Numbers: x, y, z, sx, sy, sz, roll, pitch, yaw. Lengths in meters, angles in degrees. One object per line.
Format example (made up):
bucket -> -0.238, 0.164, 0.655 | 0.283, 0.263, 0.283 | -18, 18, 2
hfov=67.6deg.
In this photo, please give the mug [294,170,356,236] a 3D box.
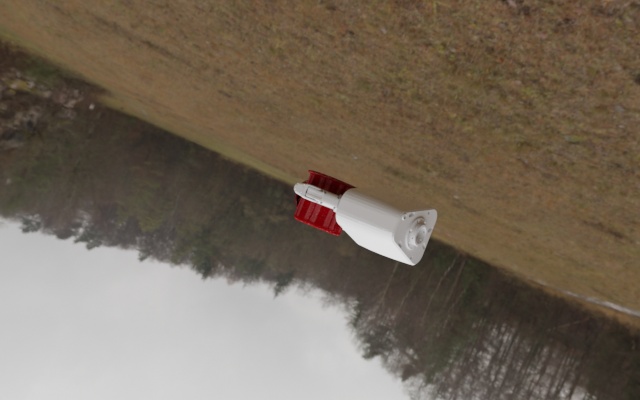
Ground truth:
mug -> -0.001, 0.002, 0.779 | 0.117, 0.081, 0.093 | 21, -2, 42
